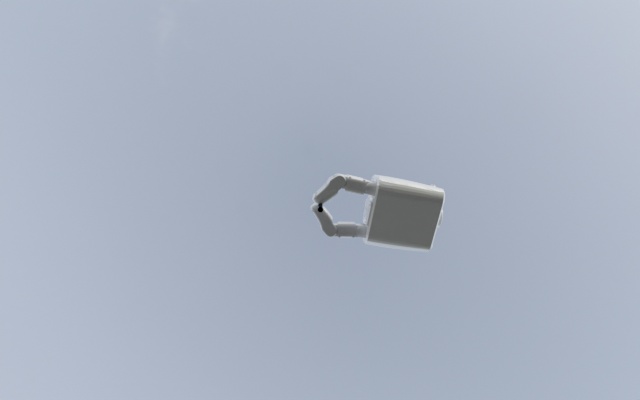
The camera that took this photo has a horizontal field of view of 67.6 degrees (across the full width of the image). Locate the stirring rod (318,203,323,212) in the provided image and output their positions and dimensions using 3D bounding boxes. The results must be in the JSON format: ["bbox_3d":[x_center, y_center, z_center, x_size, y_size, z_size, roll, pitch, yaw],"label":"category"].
[{"bbox_3d":[0.000,0.003,0.791,0.011,0.011,0.239,0,5,0],"label":"stirring rod"}]
